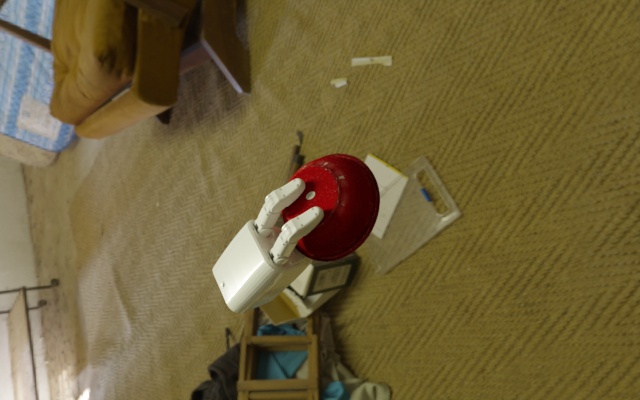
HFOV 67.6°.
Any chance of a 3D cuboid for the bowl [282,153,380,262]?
[{"bbox_3d":[0.001,0.001,0.673,0.162,0.162,0.055,0,-15,33],"label":"bowl"}]
